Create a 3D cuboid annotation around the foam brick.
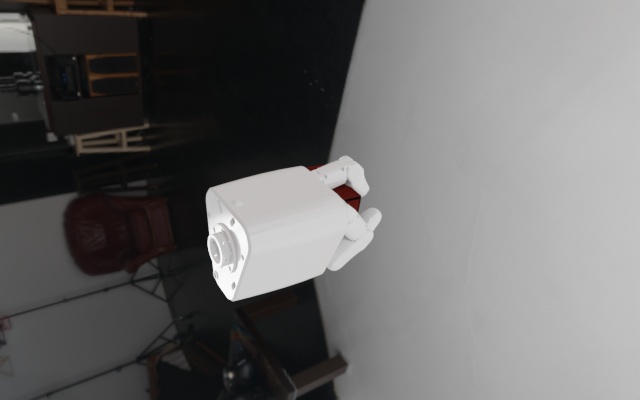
[{"bbox_3d":[0.000,0.002,0.542,0.051,0.053,0.078,-14,39,-33],"label":"foam brick"}]
